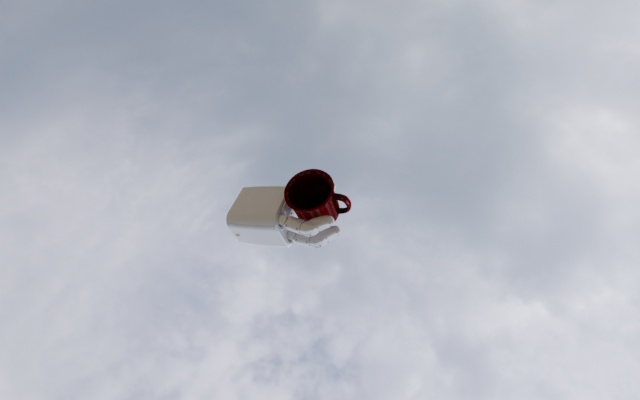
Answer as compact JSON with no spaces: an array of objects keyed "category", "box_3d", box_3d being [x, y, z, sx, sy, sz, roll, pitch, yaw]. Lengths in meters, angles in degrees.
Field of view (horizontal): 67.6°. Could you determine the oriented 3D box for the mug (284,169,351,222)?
[{"category":"mug","box_3d":[0.002,0.003,0.877,0.117,0.093,0.081,3,-31,18]}]
